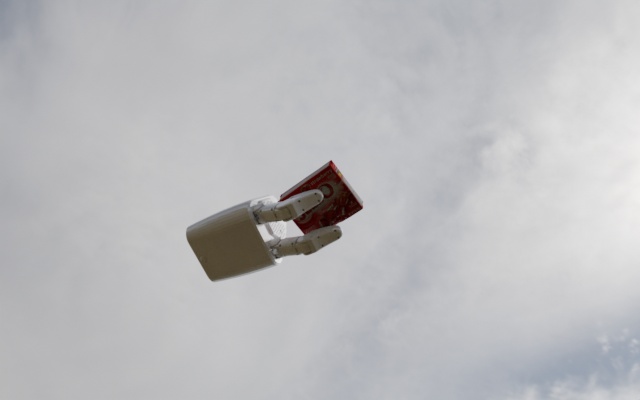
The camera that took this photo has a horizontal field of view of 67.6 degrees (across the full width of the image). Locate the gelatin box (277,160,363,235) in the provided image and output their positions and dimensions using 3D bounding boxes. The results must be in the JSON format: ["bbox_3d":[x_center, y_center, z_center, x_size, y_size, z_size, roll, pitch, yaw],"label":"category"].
[{"bbox_3d":[0.000,0.002,0.628,0.089,0.073,0.030,-34,14,15],"label":"gelatin box"}]
